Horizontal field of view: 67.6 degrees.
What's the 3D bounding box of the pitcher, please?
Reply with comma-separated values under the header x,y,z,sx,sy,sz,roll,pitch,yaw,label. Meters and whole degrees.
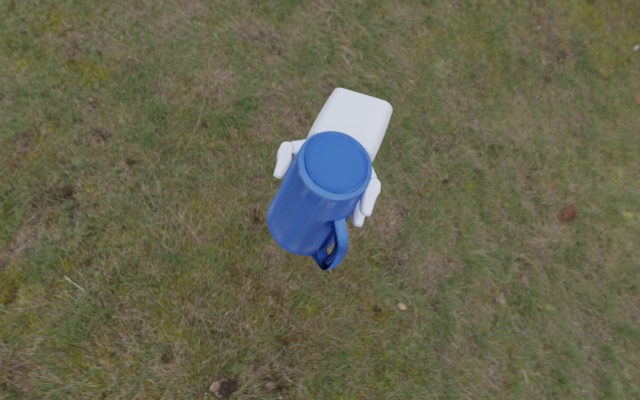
x,y,z,sx,sy,sz,roll,pitch,yaw,label
0.000,0.002,0.754,0.149,0.145,0.243,27,-25,-2,pitcher
